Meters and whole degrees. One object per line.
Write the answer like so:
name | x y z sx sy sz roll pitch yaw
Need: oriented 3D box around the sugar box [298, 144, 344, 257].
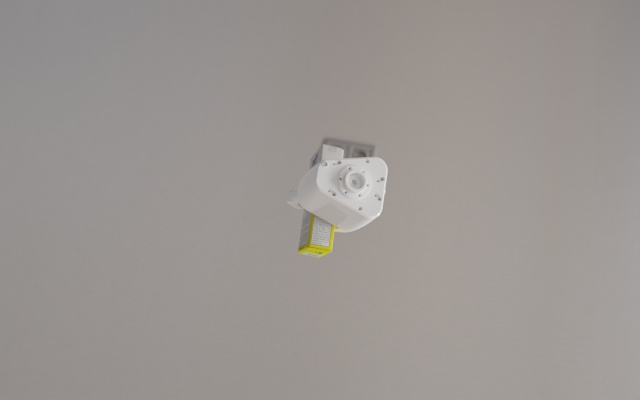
sugar box | 0.001 0.003 0.810 0.048 0.176 0.093 13 -15 -11
